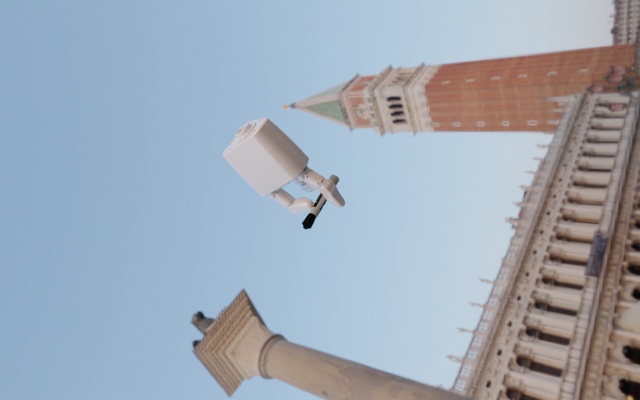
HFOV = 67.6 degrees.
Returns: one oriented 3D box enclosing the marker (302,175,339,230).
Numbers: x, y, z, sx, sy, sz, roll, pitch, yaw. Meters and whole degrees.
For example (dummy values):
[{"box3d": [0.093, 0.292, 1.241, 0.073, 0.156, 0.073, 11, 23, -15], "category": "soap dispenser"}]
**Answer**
[{"box3d": [0.000, 0.003, 0.847, 0.020, 0.121, 0.020, 22, -32, 15], "category": "marker"}]
